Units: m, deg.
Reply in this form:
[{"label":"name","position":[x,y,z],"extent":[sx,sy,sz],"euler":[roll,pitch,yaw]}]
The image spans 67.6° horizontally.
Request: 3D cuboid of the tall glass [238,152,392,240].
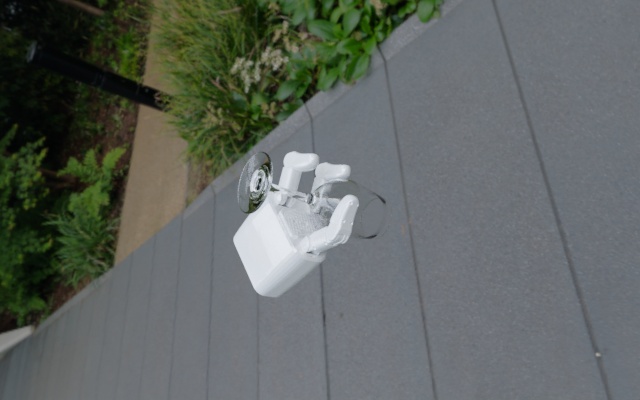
[{"label":"tall glass","position":[0.000,0.002,0.609],"extent":[0.201,0.079,0.079],"euler":[16,-10,-36]}]
